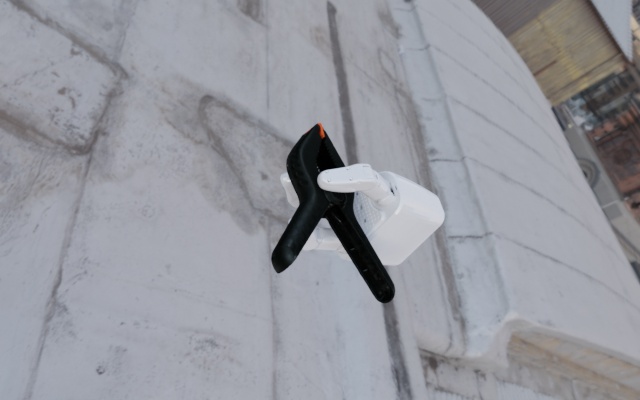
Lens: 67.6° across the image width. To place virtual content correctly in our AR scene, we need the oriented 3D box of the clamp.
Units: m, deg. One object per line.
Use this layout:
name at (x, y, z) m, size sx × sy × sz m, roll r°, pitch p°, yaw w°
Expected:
clamp at (0.001, 0.001, 0.500) m, size 0.036 × 0.210 × 0.164 m, roll -32°, pitch -32°, yaw 31°
